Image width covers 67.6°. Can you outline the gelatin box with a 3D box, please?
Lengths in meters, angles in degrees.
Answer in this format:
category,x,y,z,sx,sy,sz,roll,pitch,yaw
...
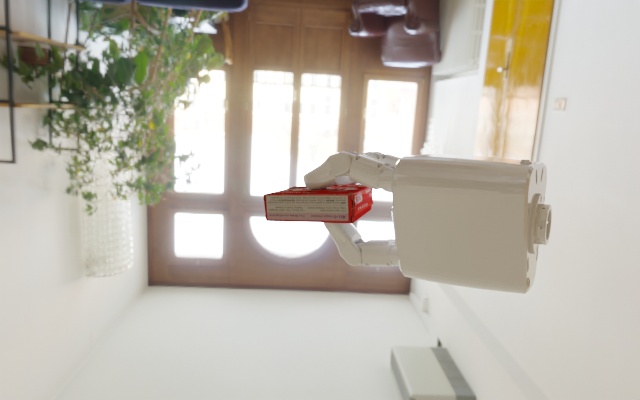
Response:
category,x,y,z,sx,sy,sz,roll,pitch,yaw
gelatin box,0.000,0.002,0.468,0.089,0.030,0.073,-1,7,20
